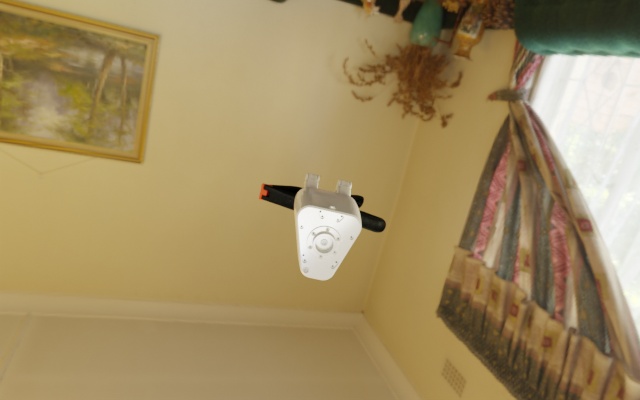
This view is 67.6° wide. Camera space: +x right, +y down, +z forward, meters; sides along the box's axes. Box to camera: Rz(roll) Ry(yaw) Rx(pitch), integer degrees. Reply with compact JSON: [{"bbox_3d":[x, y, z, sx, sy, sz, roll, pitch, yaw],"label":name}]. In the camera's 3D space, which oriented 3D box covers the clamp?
[{"bbox_3d":[-0.001,0.003,0.831,0.210,0.036,0.164,13,12,-5],"label":"clamp"}]
